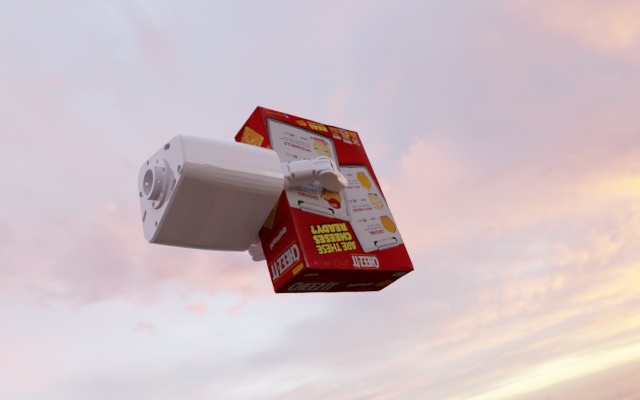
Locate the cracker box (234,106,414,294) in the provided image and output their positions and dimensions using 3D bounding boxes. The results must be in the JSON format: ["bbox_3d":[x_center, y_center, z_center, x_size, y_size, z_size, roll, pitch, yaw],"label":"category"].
[{"bbox_3d":[0.000,0.002,0.573,0.164,0.213,0.072,8,-38,-39],"label":"cracker box"}]
